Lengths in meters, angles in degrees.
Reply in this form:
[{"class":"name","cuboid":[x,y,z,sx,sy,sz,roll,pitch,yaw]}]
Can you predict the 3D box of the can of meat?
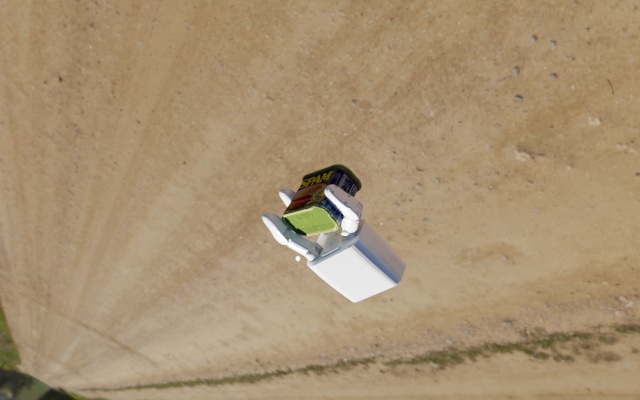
[{"class":"can of meat","cuboid":[0.000,0.002,0.705,0.102,0.084,0.057,-15,-54,46]}]
